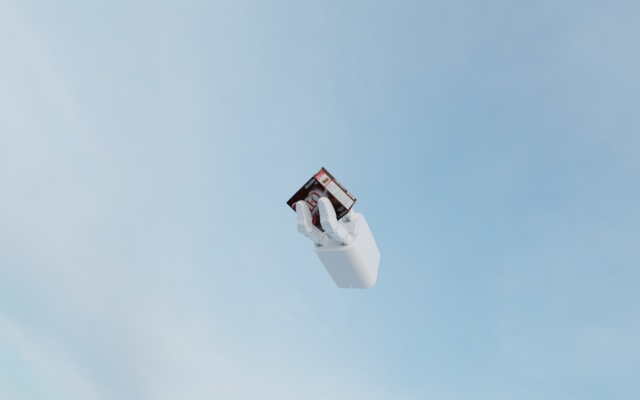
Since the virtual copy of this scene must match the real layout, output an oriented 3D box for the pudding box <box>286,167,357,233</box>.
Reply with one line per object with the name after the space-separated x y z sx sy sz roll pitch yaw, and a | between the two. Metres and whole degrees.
0.000 0.003 0.868 0.113 0.090 0.039 -42 6 47 | pudding box
